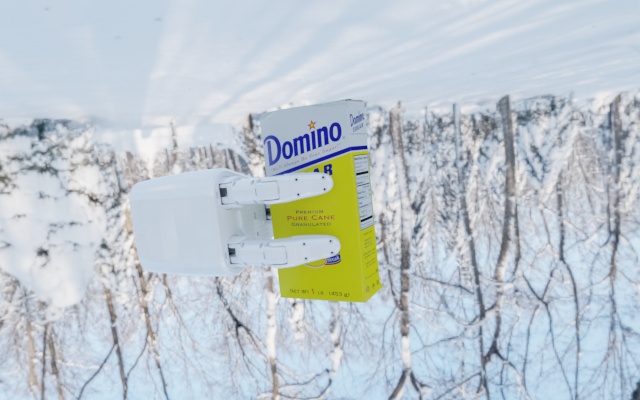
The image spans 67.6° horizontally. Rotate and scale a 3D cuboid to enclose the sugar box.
[{"bbox_3d":[0.000,0.002,0.440,0.093,0.176,0.048,-4,9,29],"label":"sugar box"}]
